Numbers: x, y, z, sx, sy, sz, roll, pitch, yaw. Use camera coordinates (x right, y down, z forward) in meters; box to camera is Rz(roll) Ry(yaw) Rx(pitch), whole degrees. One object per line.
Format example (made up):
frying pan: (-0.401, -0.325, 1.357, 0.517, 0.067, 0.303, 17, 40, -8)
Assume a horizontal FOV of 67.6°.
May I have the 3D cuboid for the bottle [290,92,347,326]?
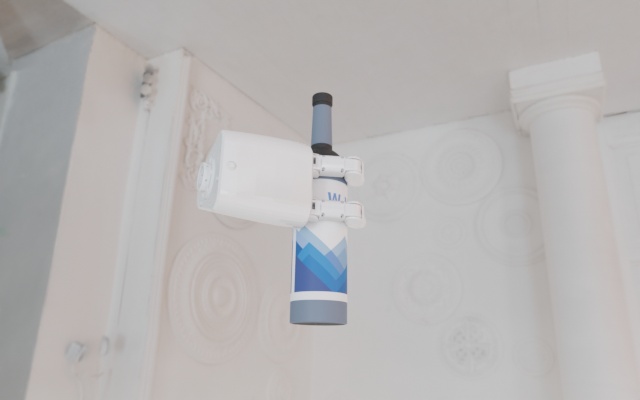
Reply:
bottle: (0.000, 0.002, 0.593, 0.069, 0.295, 0.069, 1, -18, 0)
